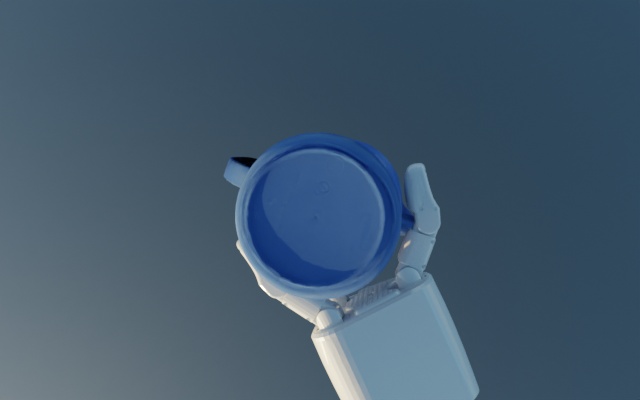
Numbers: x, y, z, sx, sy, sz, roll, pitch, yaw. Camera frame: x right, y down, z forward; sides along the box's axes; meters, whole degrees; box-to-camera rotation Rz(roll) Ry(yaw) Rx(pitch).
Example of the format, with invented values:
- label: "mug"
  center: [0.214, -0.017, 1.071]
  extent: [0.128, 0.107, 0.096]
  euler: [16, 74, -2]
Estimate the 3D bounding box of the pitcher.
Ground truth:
- label: "pitcher"
  center: [0.000, 0.002, 0.416]
  extent: [0.149, 0.145, 0.243]
  euler: [-23, 0, 7]
